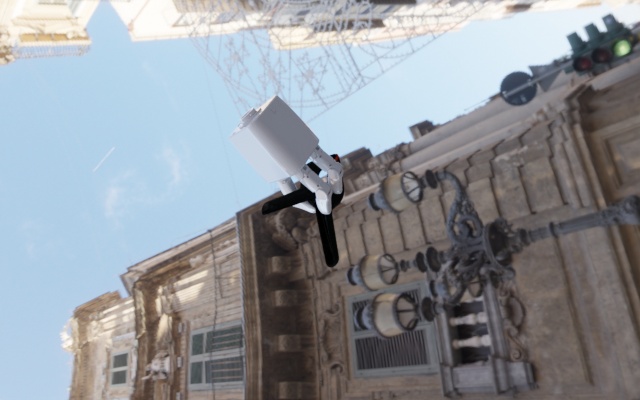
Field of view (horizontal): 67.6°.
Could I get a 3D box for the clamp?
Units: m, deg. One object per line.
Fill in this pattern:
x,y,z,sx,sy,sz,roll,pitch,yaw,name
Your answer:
0.000,0.002,0.838,0.036,0.164,0.210,-25,26,43,clamp
